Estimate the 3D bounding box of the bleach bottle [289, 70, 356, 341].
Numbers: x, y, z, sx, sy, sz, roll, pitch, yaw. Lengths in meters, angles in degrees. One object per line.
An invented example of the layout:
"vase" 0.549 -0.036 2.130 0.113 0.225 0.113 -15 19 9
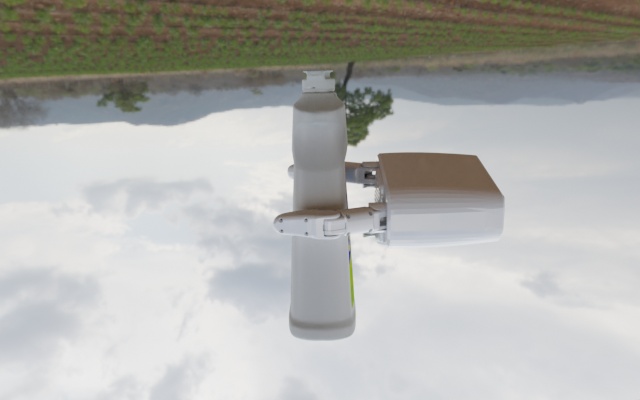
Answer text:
"bleach bottle" 0.000 0.002 0.471 0.068 0.251 0.102 -1 14 1
